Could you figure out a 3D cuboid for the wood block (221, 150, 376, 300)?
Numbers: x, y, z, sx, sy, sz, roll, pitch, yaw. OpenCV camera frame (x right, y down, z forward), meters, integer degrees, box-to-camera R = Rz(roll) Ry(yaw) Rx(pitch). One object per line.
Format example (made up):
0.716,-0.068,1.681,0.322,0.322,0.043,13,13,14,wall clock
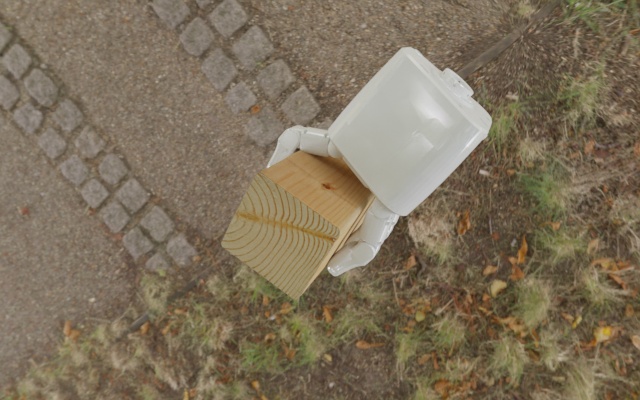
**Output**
0.000,0.001,0.507,0.091,0.090,0.206,35,28,8,wood block
